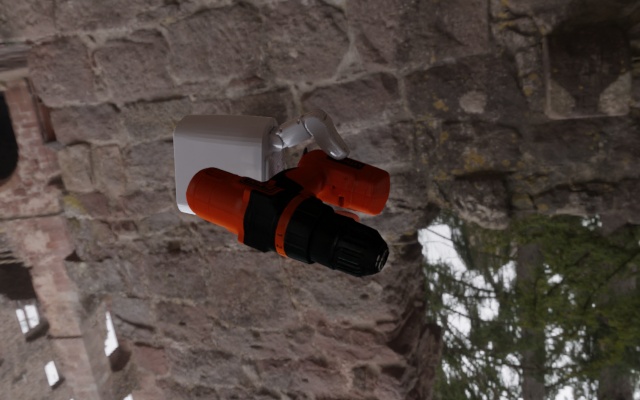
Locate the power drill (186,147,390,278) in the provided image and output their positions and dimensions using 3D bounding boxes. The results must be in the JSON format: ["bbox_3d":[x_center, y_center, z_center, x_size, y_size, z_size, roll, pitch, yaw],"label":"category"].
[{"bbox_3d":[0.000,0.001,0.449,0.184,0.057,0.187,21,20,22],"label":"power drill"}]
